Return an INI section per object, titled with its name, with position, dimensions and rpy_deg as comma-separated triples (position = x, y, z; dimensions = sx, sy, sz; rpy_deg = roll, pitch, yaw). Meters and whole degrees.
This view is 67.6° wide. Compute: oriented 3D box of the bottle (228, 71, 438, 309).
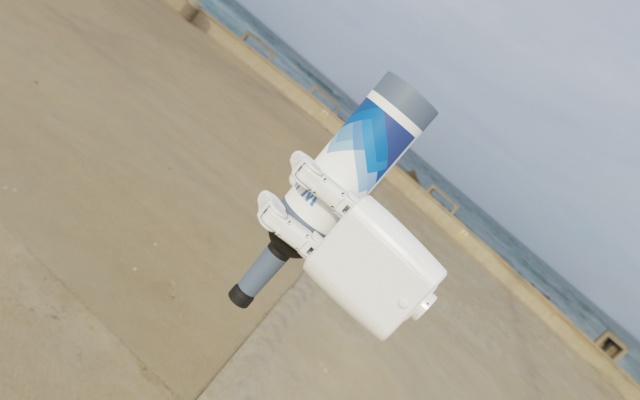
[bottle]
position = 0.000, 0.001, 0.507
dimensions = 0.069, 0.296, 0.069
rpy_deg = 38, 12, -9
